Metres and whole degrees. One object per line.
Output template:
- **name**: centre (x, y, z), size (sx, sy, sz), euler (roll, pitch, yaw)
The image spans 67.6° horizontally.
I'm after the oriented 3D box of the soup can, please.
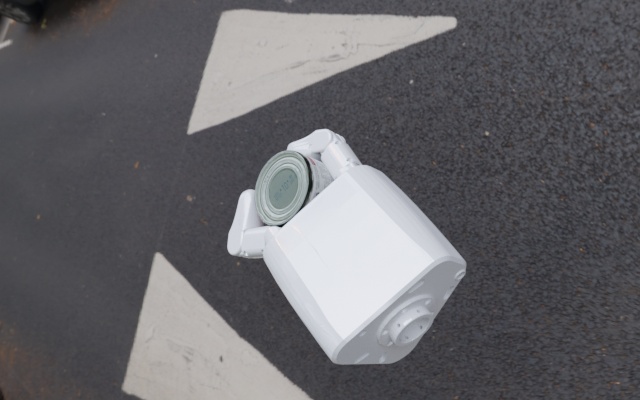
- **soup can**: centre (0.000, 0.001, 0.429), size (0.068, 0.068, 0.102), euler (0, -13, 43)
